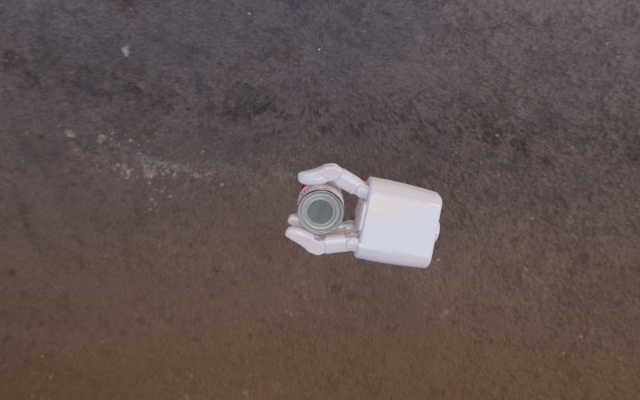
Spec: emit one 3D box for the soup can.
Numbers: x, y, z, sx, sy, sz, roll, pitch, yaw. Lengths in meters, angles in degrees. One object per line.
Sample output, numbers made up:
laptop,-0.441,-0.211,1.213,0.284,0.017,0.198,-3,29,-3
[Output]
soup can,0.000,0.002,0.704,0.068,0.068,0.102,0,18,0
